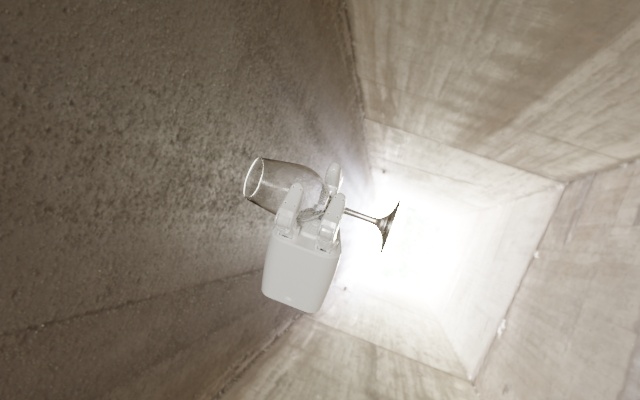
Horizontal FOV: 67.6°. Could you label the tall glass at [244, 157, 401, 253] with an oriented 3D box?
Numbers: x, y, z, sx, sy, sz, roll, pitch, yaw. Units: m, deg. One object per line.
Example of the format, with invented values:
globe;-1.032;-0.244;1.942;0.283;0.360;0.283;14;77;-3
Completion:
tall glass;0.001;0.002;0.644;0.201;0.079;0.079;20;3;8
